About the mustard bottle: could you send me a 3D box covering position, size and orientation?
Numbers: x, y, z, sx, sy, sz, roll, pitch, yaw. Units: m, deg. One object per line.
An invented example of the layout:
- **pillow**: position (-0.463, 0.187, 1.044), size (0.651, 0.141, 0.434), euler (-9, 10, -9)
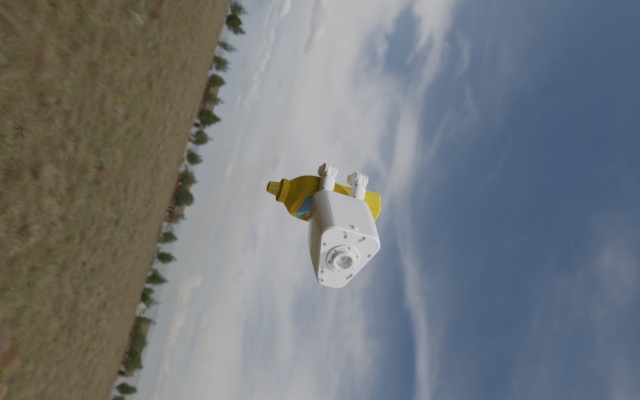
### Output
- **mustard bottle**: position (0.000, 0.003, 0.824), size (0.191, 0.058, 0.096), euler (16, -39, -16)
